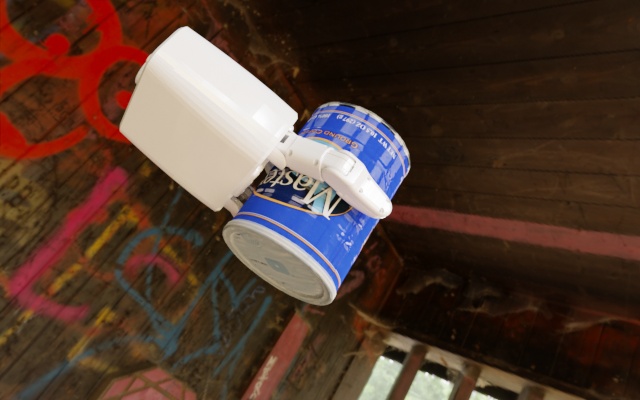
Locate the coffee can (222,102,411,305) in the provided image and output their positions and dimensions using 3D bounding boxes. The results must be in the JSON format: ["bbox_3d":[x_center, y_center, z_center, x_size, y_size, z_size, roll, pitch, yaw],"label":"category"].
[{"bbox_3d":[0.000,0.002,0.406,0.103,0.140,0.103,27,-27,15],"label":"coffee can"}]
